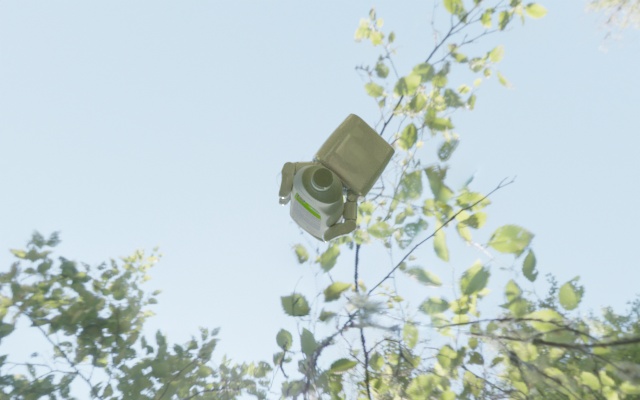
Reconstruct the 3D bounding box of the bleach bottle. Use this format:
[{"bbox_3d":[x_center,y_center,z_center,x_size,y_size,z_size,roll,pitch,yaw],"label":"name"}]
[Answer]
[{"bbox_3d":[0.000,0.003,0.781,0.102,0.068,0.251,36,-14,4],"label":"bleach bottle"}]
